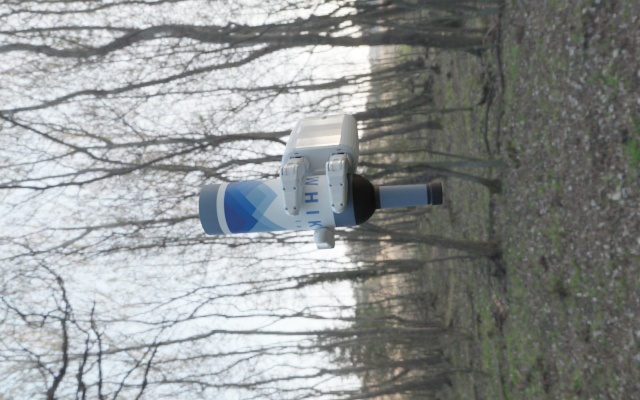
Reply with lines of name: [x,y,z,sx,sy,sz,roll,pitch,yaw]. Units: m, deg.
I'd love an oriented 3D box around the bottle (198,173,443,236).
bottle: [0.000,0.002,0.595,0.296,0.069,0.069,-4,-1,9]
